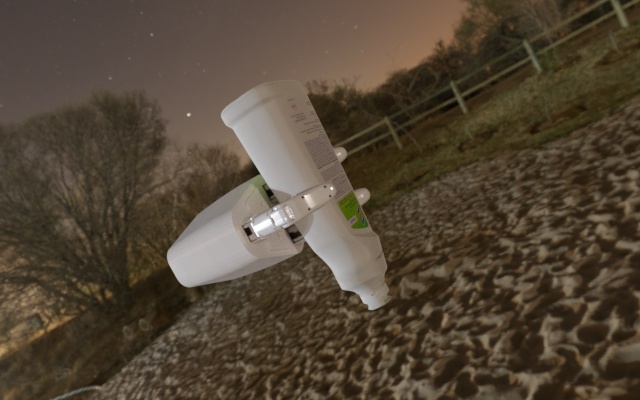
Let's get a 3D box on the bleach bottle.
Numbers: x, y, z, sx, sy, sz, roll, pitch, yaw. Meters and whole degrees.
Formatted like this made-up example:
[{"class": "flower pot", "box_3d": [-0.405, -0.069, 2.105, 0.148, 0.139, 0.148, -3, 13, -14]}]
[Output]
[{"class": "bleach bottle", "box_3d": [0.000, 0.002, 0.495, 0.068, 0.251, 0.102, -27, 3, 28]}]
